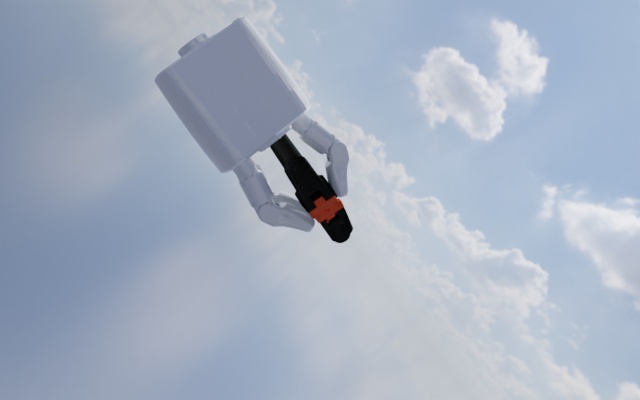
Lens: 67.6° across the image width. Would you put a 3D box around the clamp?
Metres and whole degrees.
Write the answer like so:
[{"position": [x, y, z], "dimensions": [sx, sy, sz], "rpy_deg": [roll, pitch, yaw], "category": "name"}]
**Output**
[{"position": [0.001, 0.001, 0.505], "dimensions": [0.036, 0.164, 0.210], "rpy_deg": [-35, 17, -1], "category": "clamp"}]
